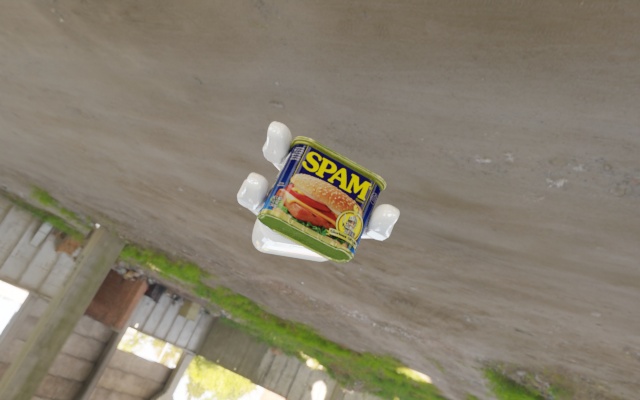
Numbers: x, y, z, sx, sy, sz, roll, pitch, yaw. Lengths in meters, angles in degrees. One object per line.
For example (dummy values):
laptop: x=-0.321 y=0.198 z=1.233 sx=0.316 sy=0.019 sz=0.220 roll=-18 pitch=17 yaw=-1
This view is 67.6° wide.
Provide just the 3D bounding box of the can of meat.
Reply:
can of meat: x=0.000 y=0.002 z=0.460 sx=0.102 sy=0.084 sz=0.057 roll=28 pitch=-19 yaw=-10
